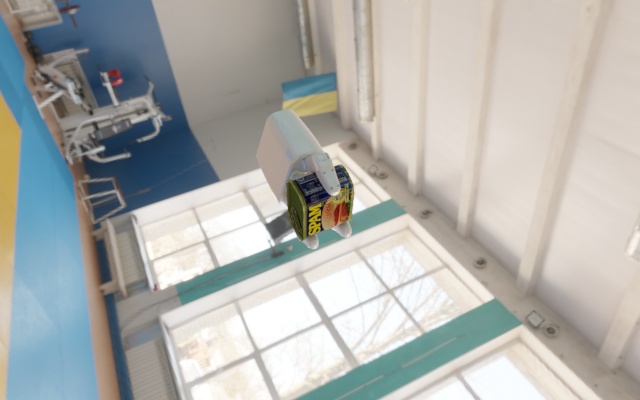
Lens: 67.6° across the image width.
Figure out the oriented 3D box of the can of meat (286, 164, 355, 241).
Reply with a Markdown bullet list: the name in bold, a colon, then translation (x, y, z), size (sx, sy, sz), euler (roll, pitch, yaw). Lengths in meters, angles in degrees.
- **can of meat**: translation (0.000, 0.002, 0.696), size (0.084, 0.057, 0.102), euler (-21, -36, -18)
